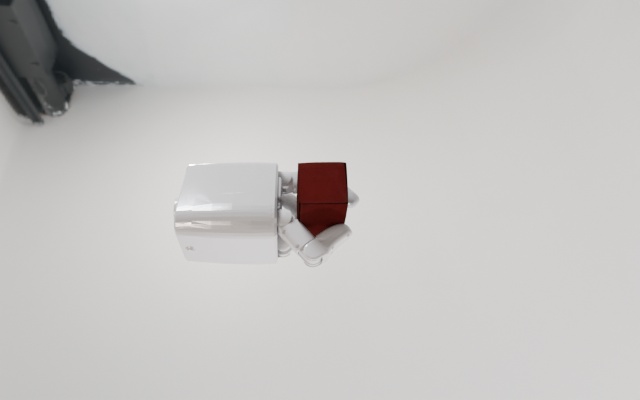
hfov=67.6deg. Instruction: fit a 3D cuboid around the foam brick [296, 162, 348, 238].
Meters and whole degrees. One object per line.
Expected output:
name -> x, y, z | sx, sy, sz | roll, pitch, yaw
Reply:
foam brick -> 0.000, 0.001, 0.515 | 0.051, 0.053, 0.078 | 1, -33, -4
